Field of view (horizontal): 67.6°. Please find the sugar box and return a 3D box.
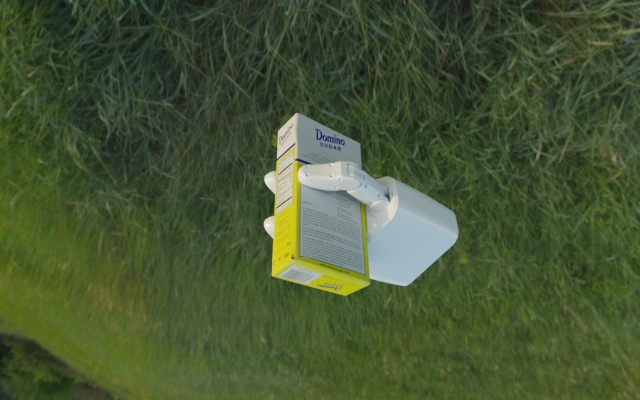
[{"bbox_3d":[0.000,0.002,0.499,0.093,0.176,0.048,22,-41,-31],"label":"sugar box"}]
